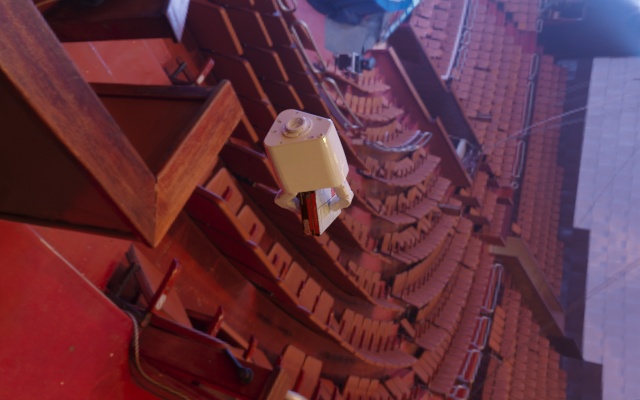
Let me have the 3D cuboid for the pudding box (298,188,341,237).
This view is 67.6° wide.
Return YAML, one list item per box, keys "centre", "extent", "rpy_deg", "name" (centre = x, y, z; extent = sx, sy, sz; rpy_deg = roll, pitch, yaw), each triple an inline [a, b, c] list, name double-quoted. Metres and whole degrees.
- centre: [0.000, 0.003, 0.876]
  extent: [0.039, 0.090, 0.113]
  rpy_deg: [5, 24, 24]
  name: "pudding box"
